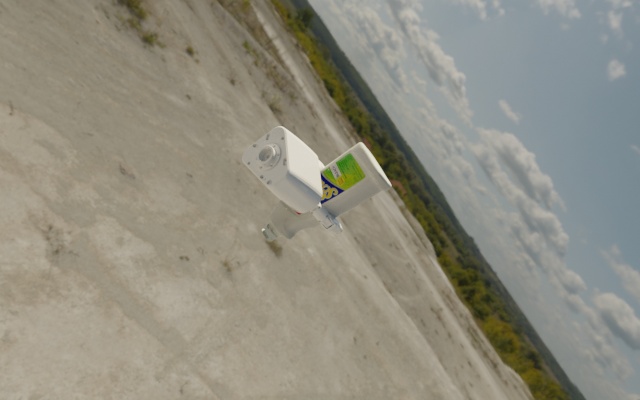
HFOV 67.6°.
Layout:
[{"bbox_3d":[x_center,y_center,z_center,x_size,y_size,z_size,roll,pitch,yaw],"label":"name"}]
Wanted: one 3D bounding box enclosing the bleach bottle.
[{"bbox_3d":[0.000,0.003,0.886,0.251,0.102,0.068,-35,-35,12],"label":"bleach bottle"}]
